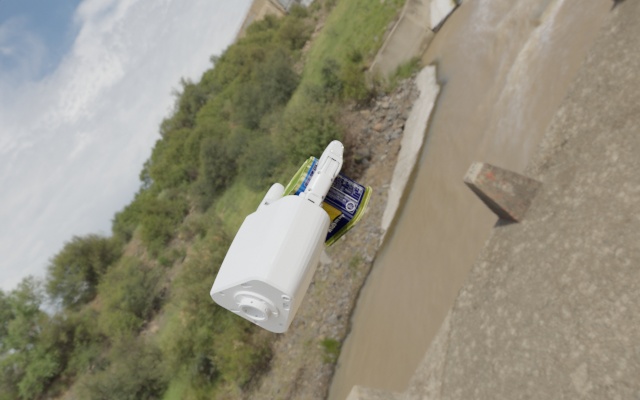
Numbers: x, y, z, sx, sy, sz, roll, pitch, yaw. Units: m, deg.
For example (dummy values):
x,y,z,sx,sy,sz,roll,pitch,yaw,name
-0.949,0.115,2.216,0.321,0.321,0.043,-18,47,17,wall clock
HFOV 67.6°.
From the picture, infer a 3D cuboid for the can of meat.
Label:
x,y,z,sx,sy,sz,roll,pitch,yaw,name
0.000,0.002,0.584,0.084,0.057,0.102,30,-35,-9,can of meat
